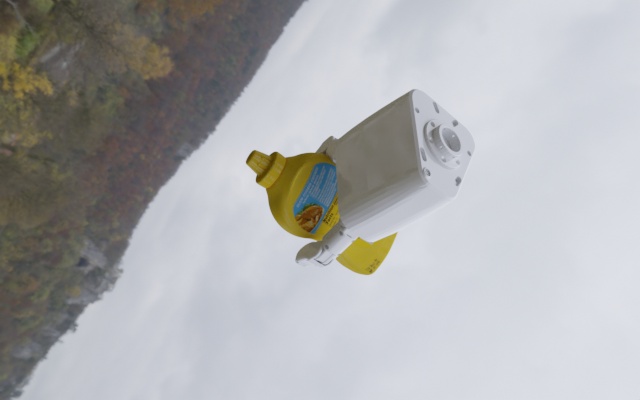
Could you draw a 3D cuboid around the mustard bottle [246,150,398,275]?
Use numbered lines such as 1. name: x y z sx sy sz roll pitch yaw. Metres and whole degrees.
1. mustard bottle: 0.000 0.002 0.539 0.192 0.096 0.058 33 -15 -23
